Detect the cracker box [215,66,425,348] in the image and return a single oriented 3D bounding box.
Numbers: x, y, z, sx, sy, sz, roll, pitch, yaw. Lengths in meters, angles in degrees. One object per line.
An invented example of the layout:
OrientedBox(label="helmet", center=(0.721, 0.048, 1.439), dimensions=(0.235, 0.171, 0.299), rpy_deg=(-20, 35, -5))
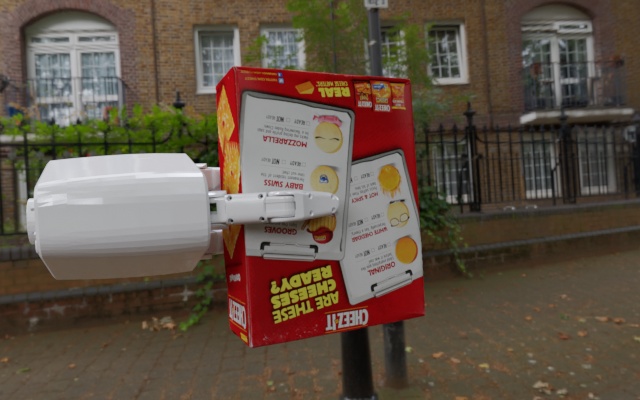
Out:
OrientedBox(label="cracker box", center=(0.000, 0.001, 0.417), dimensions=(0.164, 0.213, 0.072), rpy_deg=(-3, -1, -25))
